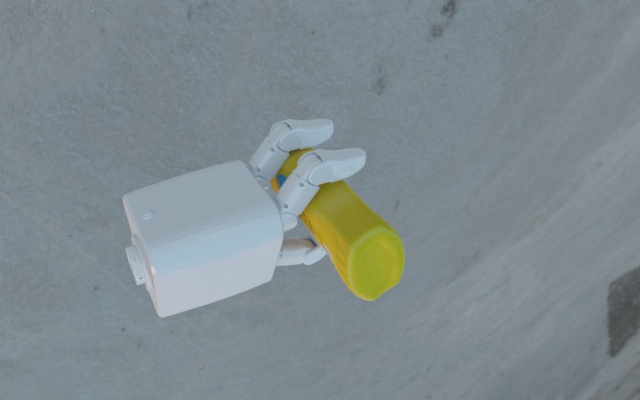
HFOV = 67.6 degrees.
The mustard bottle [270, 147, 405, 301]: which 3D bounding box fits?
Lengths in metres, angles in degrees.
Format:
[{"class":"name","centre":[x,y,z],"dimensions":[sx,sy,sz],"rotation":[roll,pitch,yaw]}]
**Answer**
[{"class":"mustard bottle","centre":[0.000,0.001,0.452],"dimensions":[0.058,0.096,0.191],"rotation":[-35,49,-8]}]
